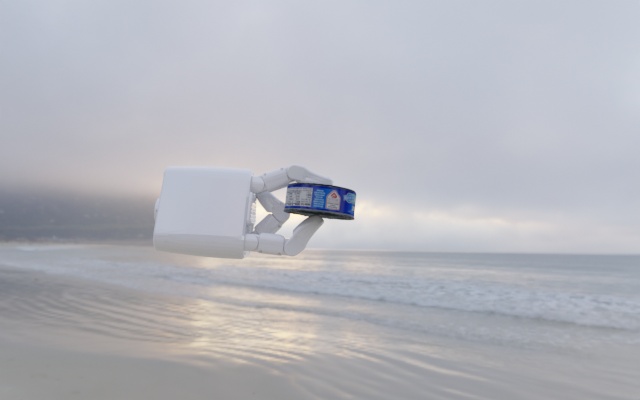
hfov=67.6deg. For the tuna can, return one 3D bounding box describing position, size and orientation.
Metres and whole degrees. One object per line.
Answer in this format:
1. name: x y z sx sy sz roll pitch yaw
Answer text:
1. tuna can: 0.000 0.001 0.574 0.086 0.033 0.086 6 -6 1
